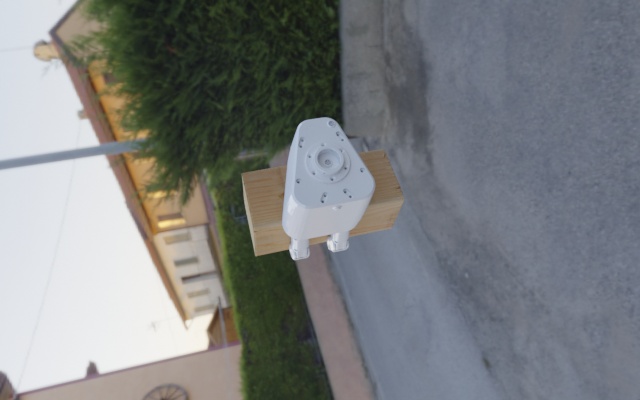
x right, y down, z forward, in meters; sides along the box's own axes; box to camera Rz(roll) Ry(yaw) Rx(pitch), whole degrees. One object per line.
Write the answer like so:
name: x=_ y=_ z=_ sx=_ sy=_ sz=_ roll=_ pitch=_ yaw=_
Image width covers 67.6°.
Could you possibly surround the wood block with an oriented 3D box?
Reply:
wood block: x=0.000 y=0.002 z=0.678 sx=0.206 sy=0.090 sz=0.090 roll=-10 pitch=-30 yaw=-11
